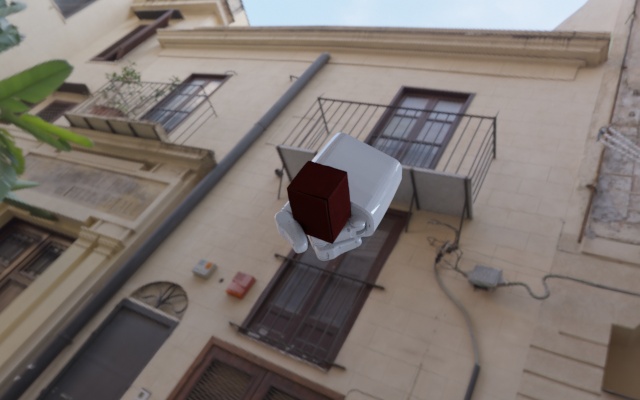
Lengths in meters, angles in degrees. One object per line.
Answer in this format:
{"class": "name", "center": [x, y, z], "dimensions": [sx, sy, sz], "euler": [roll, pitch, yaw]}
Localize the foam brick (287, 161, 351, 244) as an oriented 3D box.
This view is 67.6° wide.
{"class": "foam brick", "center": [0.000, 0.002, 0.557], "dimensions": [0.053, 0.051, 0.078], "euler": [19, -37, 23]}
